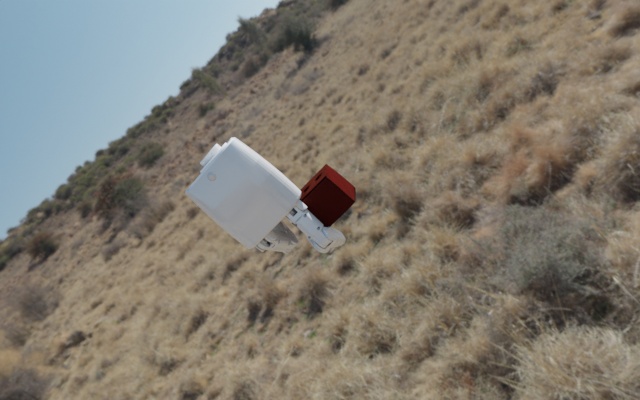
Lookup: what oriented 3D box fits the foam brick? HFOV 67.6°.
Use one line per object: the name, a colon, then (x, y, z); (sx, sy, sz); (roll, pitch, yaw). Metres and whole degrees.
foam brick: (0.000, 0.002, 0.607); (0.051, 0.078, 0.053); (42, 17, -12)
